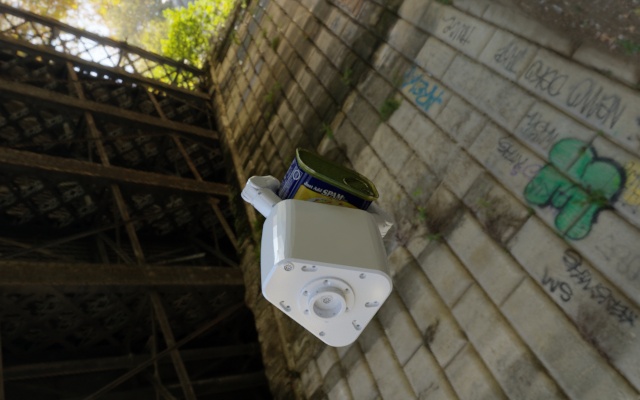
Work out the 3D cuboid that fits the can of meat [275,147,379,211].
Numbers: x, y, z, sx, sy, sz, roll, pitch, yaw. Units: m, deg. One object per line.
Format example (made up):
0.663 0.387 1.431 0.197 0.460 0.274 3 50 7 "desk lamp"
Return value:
0.000 0.002 0.538 0.102 0.084 0.057 23 23 -20 "can of meat"
